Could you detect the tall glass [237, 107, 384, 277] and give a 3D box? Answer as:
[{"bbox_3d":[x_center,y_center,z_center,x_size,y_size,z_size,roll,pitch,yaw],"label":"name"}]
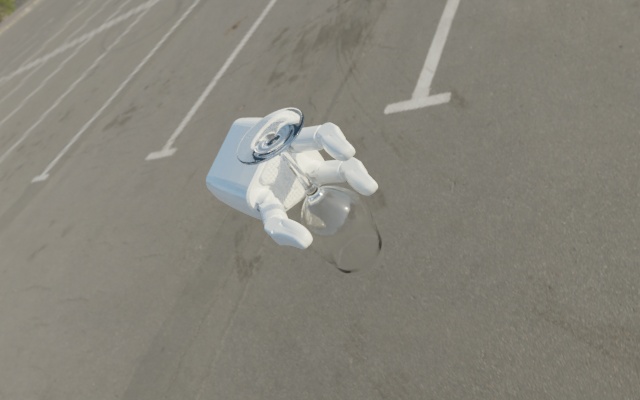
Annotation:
[{"bbox_3d":[0.000,0.001,0.504,0.079,0.079,0.201,0,-39,39],"label":"tall glass"}]
